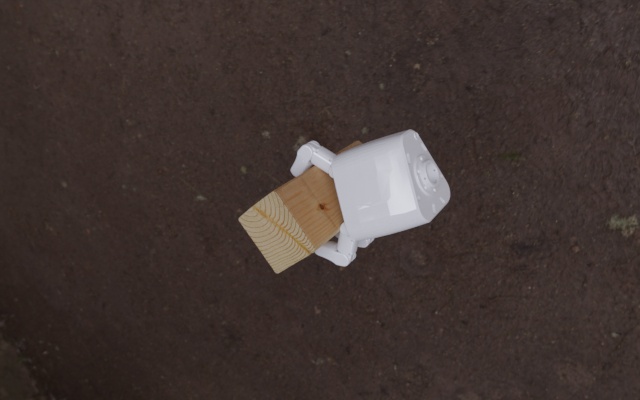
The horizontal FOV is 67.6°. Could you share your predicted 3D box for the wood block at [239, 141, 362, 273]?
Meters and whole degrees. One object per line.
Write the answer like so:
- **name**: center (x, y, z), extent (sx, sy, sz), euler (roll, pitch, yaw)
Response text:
- **wood block**: center (0.000, 0.002, 0.669), extent (0.090, 0.091, 0.206), euler (-35, 0, 42)
